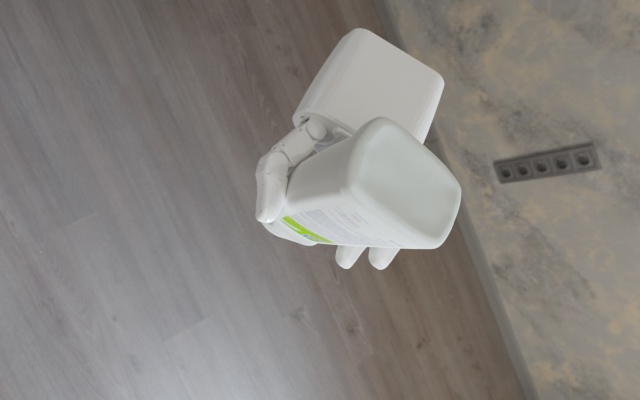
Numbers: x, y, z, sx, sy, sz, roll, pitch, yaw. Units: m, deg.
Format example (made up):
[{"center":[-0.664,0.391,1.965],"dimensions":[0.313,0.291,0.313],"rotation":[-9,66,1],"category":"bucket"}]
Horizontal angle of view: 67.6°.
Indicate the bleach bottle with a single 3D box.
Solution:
[{"center":[0.000,0.001,0.431],"dimensions":[0.102,0.068,0.251],"rotation":[36,-22,-22],"category":"bleach bottle"}]
